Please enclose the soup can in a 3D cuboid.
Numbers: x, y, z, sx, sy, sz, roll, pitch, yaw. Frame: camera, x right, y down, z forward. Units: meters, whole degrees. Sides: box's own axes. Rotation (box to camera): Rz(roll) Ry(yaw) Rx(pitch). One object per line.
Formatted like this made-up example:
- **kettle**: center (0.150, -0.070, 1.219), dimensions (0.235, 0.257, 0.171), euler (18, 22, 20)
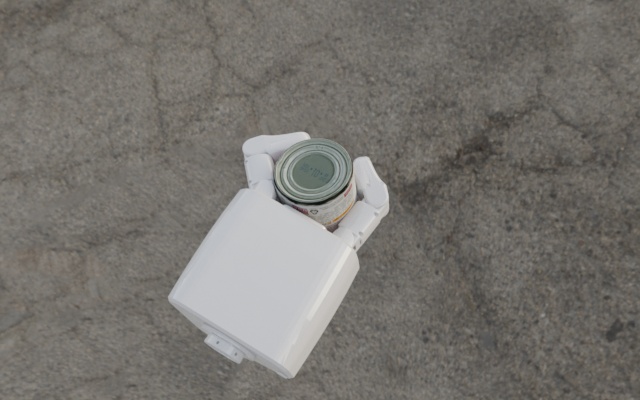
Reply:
- **soup can**: center (0.000, 0.001, 0.429), dimensions (0.068, 0.068, 0.102), euler (0, -32, 9)
